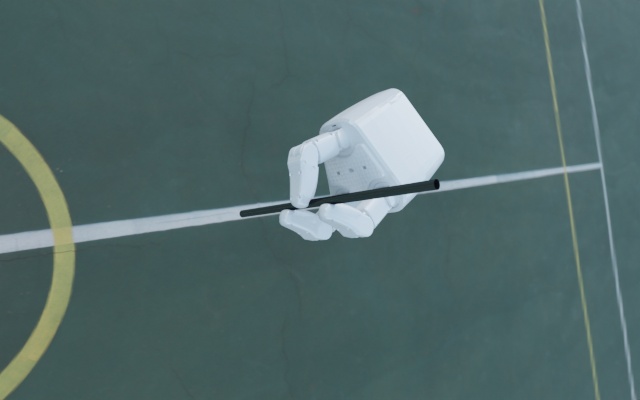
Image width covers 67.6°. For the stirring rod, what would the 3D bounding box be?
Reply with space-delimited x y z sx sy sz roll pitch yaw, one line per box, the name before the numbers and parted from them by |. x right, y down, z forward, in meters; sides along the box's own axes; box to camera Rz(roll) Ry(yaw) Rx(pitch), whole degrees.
stirring rod | 0.000 0.001 0.430 0.011 0.011 0.239 0 -6 -45
